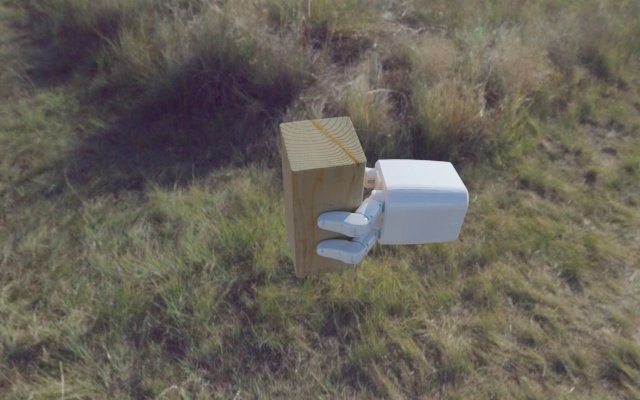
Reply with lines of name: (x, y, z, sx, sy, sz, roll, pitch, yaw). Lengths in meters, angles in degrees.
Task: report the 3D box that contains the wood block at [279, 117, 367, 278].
wood block: (0.000, 0.002, 0.635, 0.090, 0.090, 0.206, -8, -43, -8)
